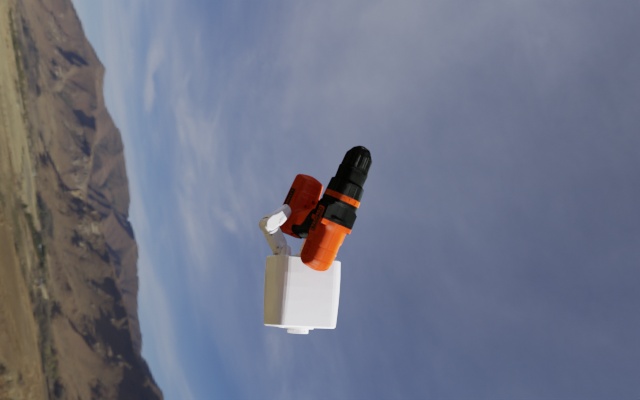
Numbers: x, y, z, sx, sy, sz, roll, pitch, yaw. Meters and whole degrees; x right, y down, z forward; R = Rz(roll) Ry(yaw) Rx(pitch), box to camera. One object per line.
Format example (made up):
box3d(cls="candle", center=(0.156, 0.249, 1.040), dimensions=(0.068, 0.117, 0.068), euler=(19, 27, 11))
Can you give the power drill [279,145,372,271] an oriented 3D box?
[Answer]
box3d(cls="power drill", center=(0.000, 0.003, 0.728), dimensions=(0.057, 0.184, 0.187), euler=(26, -3, -20))
